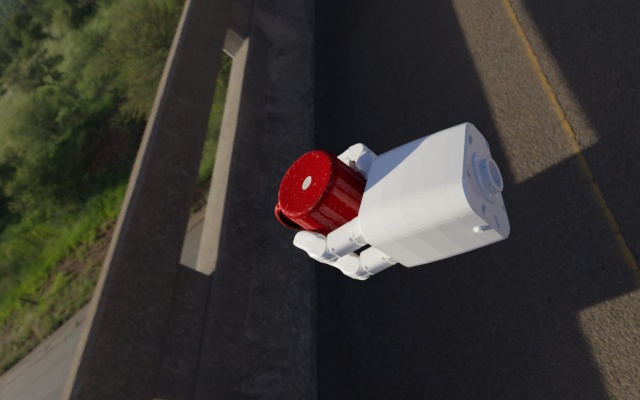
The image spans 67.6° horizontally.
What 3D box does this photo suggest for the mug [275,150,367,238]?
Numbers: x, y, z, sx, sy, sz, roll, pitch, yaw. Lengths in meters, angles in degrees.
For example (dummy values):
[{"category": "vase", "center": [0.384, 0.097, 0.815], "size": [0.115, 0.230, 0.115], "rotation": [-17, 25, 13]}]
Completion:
[{"category": "mug", "center": [-0.001, 0.002, 0.526], "size": [0.117, 0.093, 0.081], "rotation": [-22, -41, 34]}]
